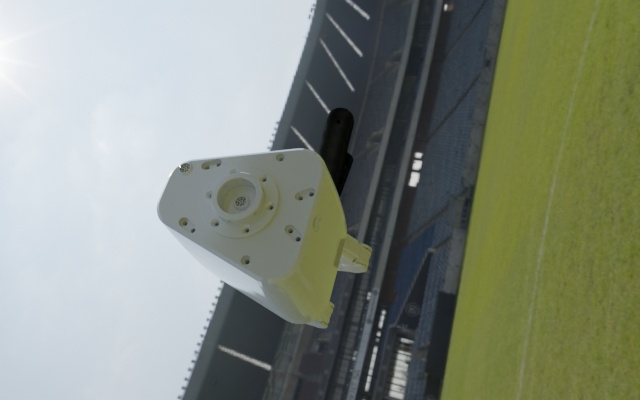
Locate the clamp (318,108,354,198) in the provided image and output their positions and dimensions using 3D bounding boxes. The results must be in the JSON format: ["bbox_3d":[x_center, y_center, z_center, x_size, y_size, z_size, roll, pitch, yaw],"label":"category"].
[{"bbox_3d":[-0.001,0.002,0.445,0.039,0.171,0.120,12,-23,12],"label":"clamp"}]
